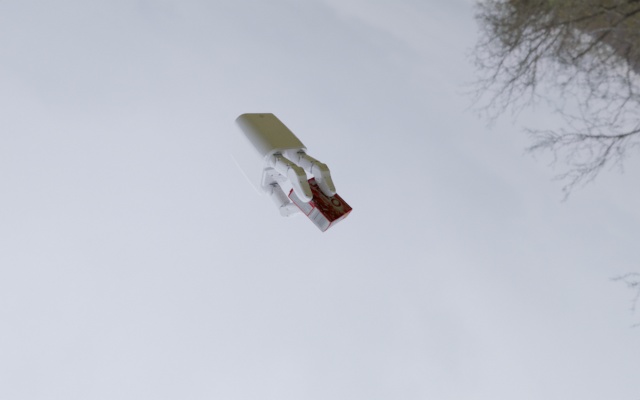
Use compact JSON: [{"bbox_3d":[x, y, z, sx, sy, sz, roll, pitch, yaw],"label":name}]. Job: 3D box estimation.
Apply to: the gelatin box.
[{"bbox_3d":[0.000,0.003,0.798,0.073,0.089,0.030,-28,-20,-52],"label":"gelatin box"}]
